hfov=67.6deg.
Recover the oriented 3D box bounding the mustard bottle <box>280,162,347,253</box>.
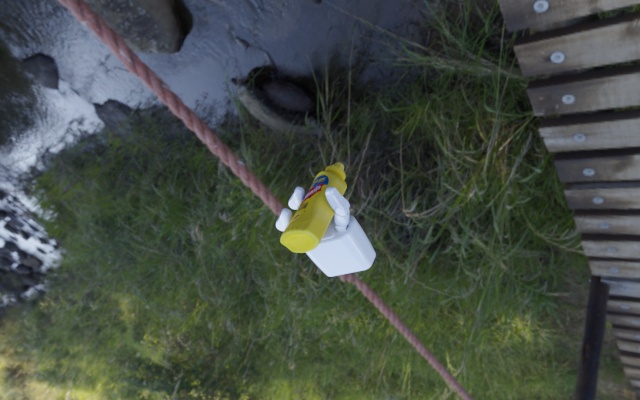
[{"bbox_3d":[0.000,0.003,0.874,0.058,0.191,0.096,39,-34,-15],"label":"mustard bottle"}]
